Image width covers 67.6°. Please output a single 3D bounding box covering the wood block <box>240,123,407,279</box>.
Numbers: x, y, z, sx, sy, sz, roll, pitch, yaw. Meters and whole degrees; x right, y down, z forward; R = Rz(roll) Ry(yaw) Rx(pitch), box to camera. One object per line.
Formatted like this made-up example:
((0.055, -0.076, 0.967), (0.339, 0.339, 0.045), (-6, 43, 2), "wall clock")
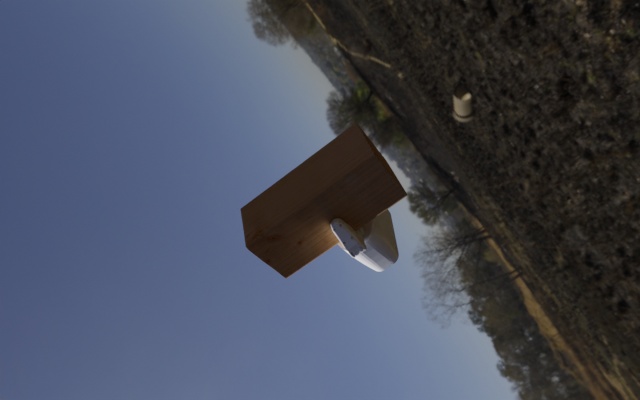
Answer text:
((0.000, 0.003, 0.656), (0.206, 0.090, 0.090), (-36, -53, 12), "wood block")
